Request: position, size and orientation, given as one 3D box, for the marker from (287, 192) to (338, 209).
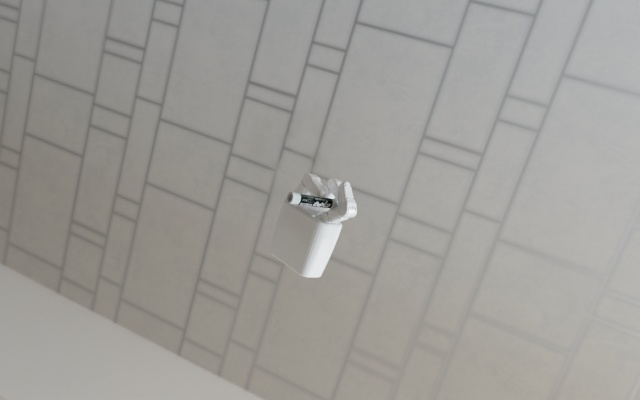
[{"bbox_3d":[0.000,0.003,0.787,0.121,0.020,0.020,8,-5,-36],"label":"marker"}]
